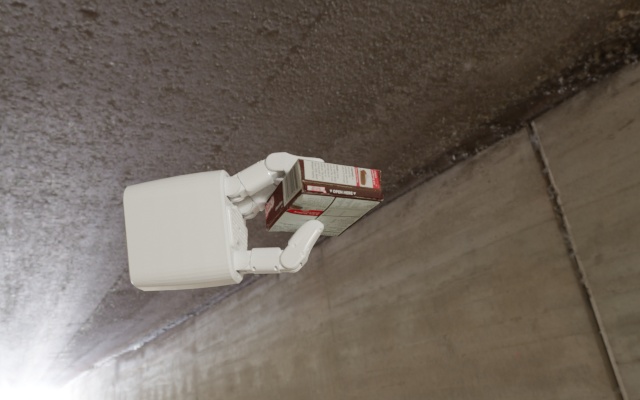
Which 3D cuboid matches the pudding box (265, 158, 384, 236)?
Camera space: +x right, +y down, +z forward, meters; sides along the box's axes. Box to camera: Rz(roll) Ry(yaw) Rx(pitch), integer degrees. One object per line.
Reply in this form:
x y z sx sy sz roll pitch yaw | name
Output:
0.000 0.002 0.501 0.090 0.039 0.113 5 -23 -23 | pudding box
